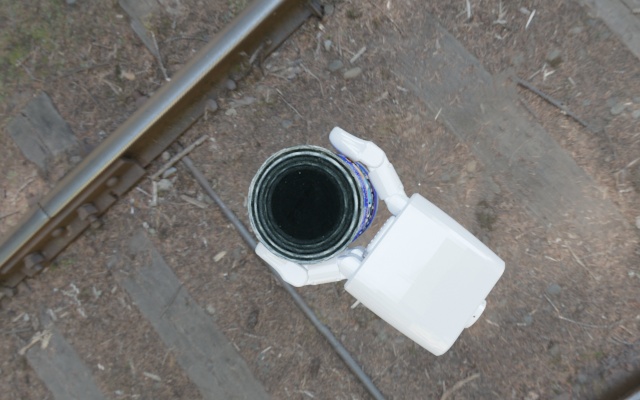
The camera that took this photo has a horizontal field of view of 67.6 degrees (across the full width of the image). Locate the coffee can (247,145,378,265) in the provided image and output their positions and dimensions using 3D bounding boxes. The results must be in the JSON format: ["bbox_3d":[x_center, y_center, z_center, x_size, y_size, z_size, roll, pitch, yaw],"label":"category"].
[{"bbox_3d":[0.000,0.001,0.472,0.103,0.103,0.140,0,2,12],"label":"coffee can"}]
